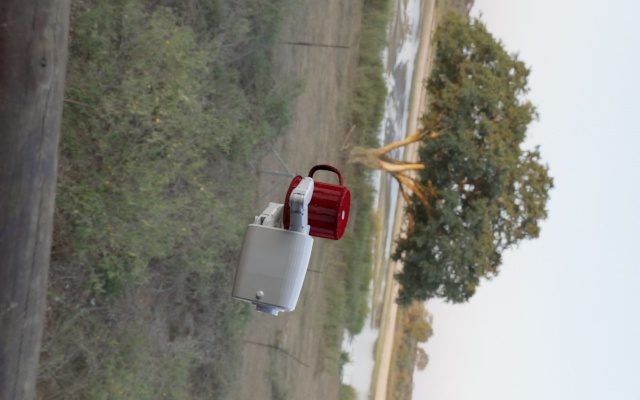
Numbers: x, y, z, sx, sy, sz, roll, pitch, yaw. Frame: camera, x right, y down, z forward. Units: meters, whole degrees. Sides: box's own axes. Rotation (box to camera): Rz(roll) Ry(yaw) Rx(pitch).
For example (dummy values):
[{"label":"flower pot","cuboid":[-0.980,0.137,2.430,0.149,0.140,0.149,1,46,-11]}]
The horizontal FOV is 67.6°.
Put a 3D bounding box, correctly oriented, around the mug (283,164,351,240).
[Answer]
[{"label":"mug","cuboid":[0.001,0.001,0.720,0.081,0.117,0.093,10,-14,14]}]
